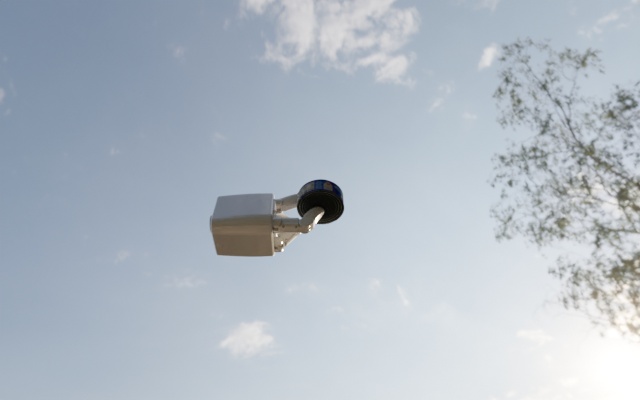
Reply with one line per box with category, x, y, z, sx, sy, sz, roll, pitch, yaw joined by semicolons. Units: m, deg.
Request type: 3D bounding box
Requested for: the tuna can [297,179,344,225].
tuna can;0.000;0.002;0.870;0.086;0.086;0.033;0;44;0
